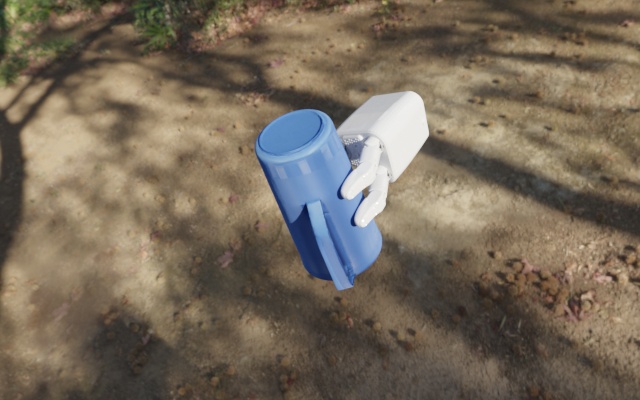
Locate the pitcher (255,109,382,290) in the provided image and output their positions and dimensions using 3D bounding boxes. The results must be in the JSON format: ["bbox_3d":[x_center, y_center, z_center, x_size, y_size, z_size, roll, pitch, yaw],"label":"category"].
[{"bbox_3d":[0.000,0.002,0.680,0.149,0.243,0.145,22,58,39],"label":"pitcher"}]
